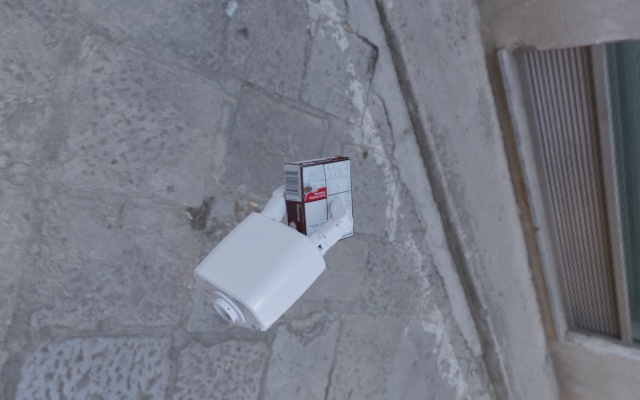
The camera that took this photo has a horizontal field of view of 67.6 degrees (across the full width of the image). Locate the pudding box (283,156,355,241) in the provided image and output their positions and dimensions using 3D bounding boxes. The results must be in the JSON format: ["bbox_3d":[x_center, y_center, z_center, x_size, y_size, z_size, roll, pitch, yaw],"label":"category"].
[{"bbox_3d":[0.000,0.002,0.628,0.090,0.113,0.039,-13,16,-42],"label":"pudding box"}]
